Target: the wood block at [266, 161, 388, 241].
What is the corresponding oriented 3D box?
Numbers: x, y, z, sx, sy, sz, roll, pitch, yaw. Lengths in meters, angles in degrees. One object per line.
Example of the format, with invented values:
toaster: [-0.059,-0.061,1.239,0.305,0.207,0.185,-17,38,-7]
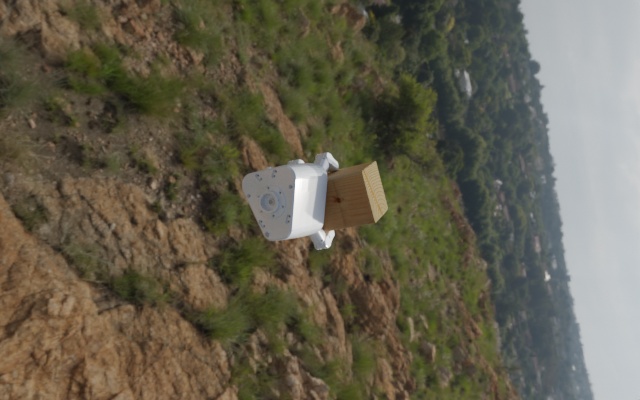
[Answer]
wood block: [0.000,0.003,0.837,0.206,0.091,0.090,-11,11,24]
